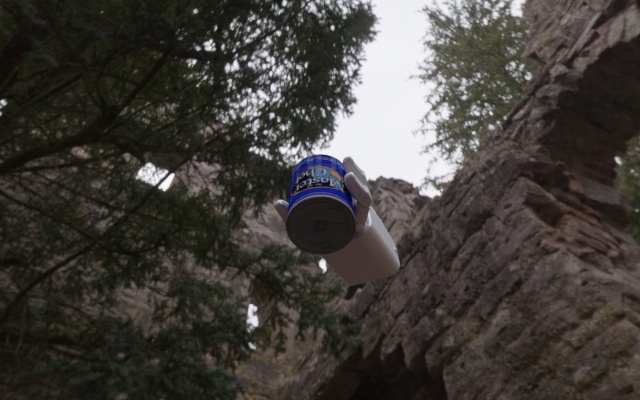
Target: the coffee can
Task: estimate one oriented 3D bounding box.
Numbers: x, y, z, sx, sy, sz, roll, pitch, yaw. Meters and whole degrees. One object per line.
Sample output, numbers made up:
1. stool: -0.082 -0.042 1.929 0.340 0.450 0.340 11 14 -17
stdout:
1. coffee can: 0.000 0.002 0.753 0.103 0.103 0.140 0 31 0
